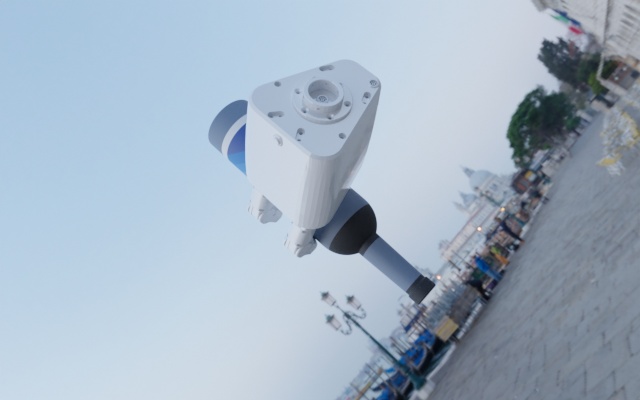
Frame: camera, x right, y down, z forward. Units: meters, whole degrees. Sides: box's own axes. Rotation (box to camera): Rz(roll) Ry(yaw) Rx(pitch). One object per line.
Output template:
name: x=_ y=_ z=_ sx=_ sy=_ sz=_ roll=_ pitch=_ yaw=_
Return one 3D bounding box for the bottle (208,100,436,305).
bottle: x=0.000 y=0.002 z=0.517 sx=0.295 sy=0.069 sz=0.069 roll=41 pitch=14 yaw=17
